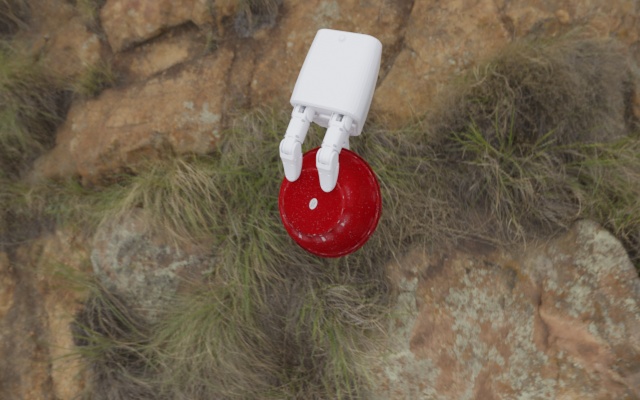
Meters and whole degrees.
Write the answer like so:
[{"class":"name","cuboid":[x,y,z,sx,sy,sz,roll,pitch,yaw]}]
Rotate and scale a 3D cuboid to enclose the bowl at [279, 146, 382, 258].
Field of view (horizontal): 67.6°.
[{"class":"bowl","cuboid":[0.000,0.004,0.662,0.162,0.162,0.055,0,1,25]}]
